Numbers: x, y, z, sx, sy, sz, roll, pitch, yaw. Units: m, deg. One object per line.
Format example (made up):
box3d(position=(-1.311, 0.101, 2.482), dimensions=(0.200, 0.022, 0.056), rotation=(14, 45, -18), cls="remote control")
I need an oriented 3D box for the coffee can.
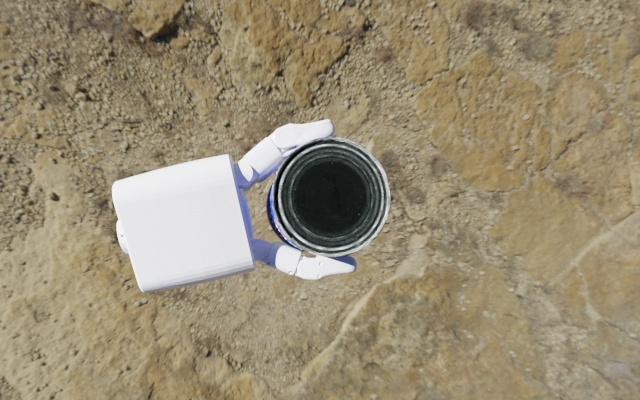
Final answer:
box3d(position=(0.000, 0.002, 0.470), dimensions=(0.103, 0.103, 0.140), rotation=(0, -4, -8), cls="coffee can")
